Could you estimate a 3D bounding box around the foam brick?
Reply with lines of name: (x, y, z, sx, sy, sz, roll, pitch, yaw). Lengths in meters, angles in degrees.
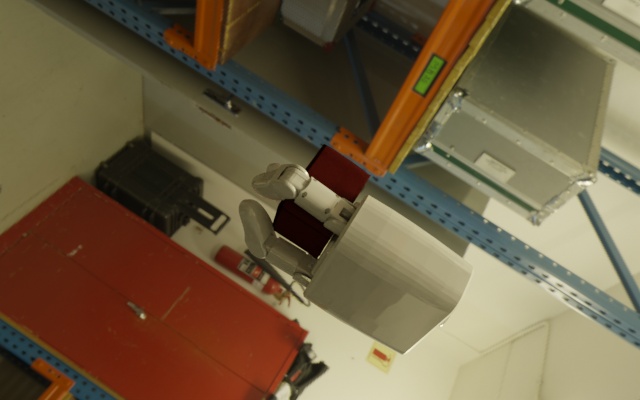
foam brick: (0.000, 0.001, 0.427, 0.051, 0.078, 0.053, 32, -28, 4)
